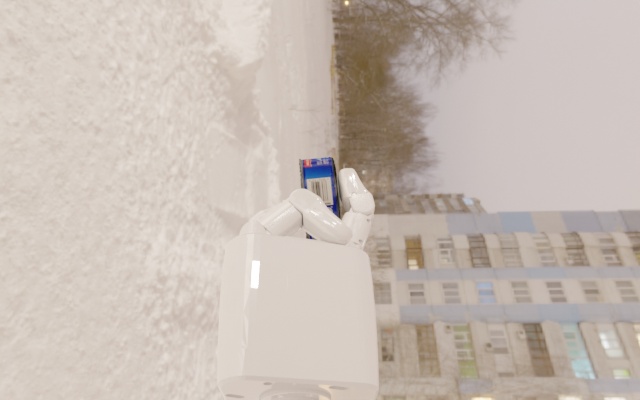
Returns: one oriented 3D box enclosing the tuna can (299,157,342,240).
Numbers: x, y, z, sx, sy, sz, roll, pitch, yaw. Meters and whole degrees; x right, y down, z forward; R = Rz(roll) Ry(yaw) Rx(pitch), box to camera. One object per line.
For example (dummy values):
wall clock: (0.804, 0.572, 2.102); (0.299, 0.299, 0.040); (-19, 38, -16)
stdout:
tuna can: (0.001, 0.001, 0.458); (0.034, 0.086, 0.086); (-6, 0, -1)
